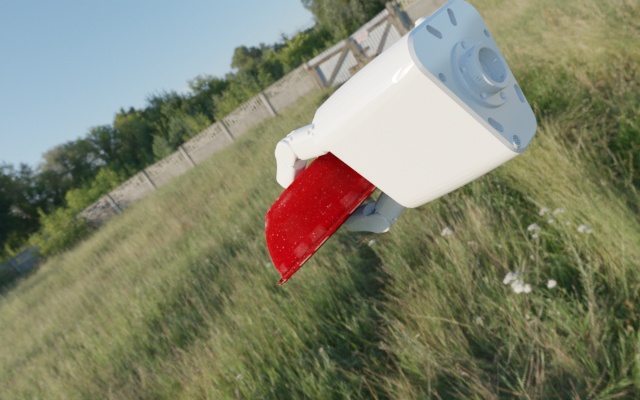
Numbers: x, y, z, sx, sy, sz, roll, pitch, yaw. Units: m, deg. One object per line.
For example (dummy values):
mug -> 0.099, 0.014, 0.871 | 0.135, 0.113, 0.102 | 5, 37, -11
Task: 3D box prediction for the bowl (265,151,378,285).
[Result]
bowl -> -0.001, 0.002, 0.443 | 0.055, 0.162, 0.162 | 43, 2, 2
